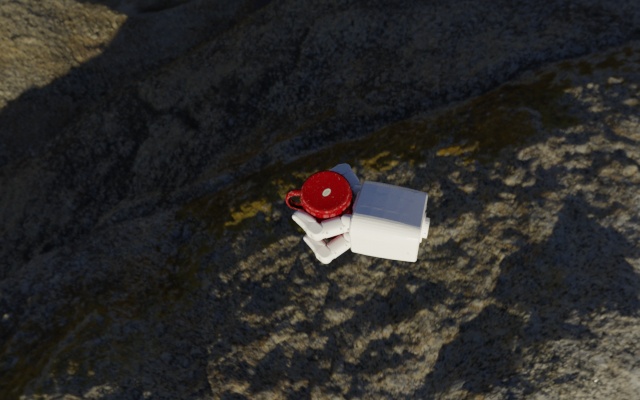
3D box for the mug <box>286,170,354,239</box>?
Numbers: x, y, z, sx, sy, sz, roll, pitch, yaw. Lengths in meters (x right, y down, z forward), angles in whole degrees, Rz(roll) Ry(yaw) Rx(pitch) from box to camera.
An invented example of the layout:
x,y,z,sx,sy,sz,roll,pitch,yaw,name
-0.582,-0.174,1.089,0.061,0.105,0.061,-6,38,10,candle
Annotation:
x,y,z,sx,sy,sz,roll,pitch,yaw,name
-0.001,0.002,0.778,0.117,0.093,0.081,10,-28,12,mug
